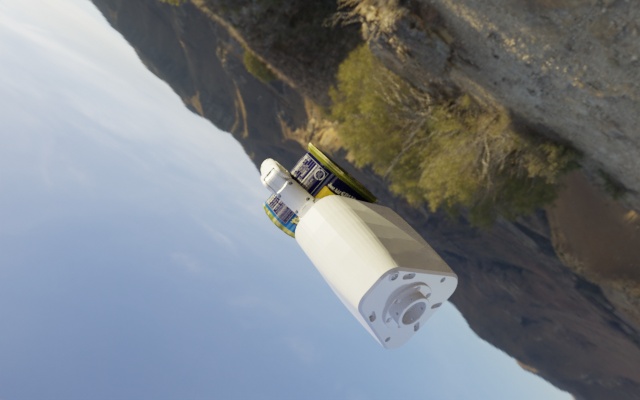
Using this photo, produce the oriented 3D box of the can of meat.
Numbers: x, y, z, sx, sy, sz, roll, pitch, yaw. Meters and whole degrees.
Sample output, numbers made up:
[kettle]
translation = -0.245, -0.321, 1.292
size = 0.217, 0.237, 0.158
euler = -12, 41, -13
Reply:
[can of meat]
translation = 0.000, 0.002, 0.507
size = 0.102, 0.084, 0.057
euler = 33, 10, -48
